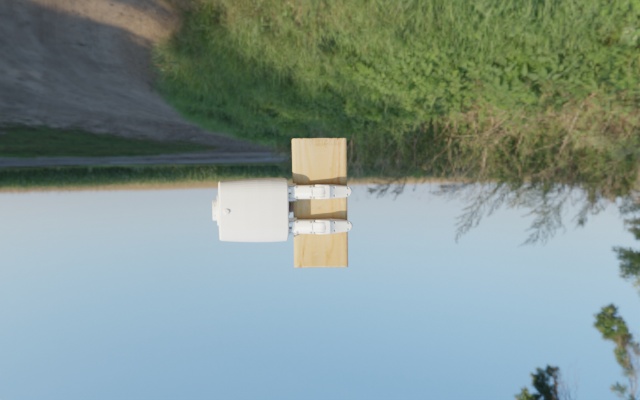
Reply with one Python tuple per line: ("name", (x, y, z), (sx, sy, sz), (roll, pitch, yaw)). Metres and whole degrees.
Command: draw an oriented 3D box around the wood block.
("wood block", (0.000, 0.003, 0.803), (0.090, 0.206, 0.091), (-1, 2, 0))
